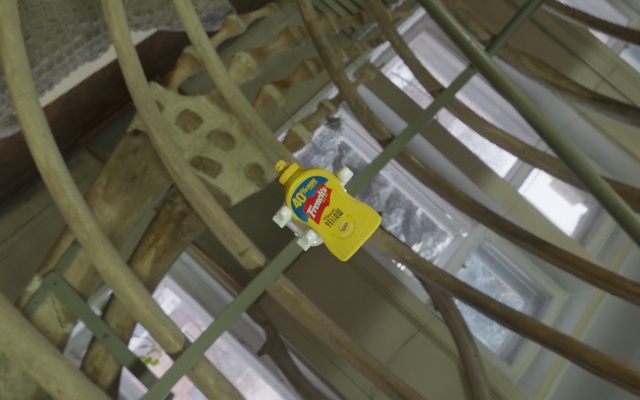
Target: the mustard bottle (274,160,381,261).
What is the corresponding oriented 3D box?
[{"bbox_3d":[0.000,0.003,0.783,0.191,0.096,0.058,42,11,4],"label":"mustard bottle"}]
